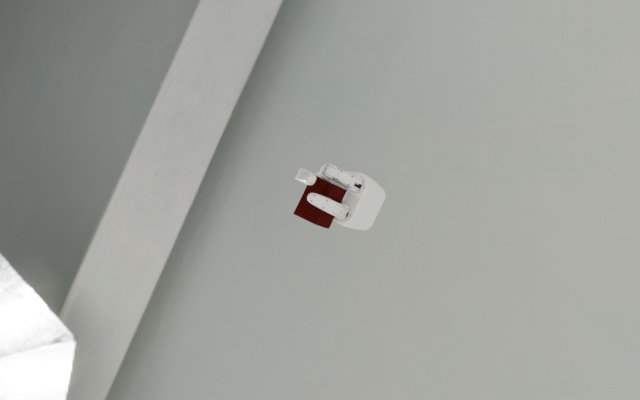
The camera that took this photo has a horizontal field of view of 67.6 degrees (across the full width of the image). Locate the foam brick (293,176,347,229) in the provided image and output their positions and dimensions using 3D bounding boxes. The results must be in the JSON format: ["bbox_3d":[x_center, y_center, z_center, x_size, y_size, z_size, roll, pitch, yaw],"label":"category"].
[{"bbox_3d":[0.000,0.003,0.834,0.053,0.078,0.051,27,2,29],"label":"foam brick"}]
